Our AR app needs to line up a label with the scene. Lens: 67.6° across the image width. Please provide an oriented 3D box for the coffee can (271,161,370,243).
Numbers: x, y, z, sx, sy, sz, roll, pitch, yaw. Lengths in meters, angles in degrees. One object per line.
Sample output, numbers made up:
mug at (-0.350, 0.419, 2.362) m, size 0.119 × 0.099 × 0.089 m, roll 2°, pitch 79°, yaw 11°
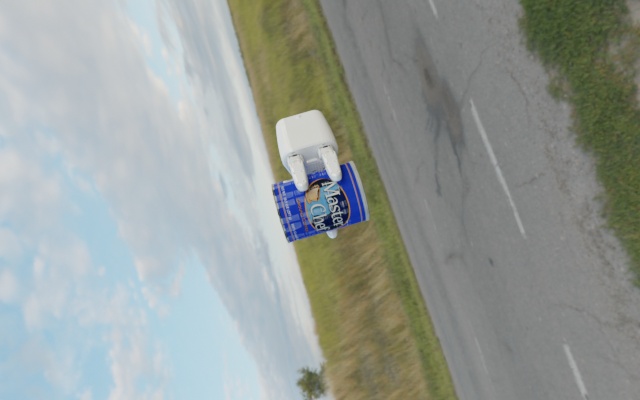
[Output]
coffee can at (0.000, 0.003, 0.792) m, size 0.140 × 0.103 × 0.103 m, roll -16°, pitch 0°, yaw -1°
